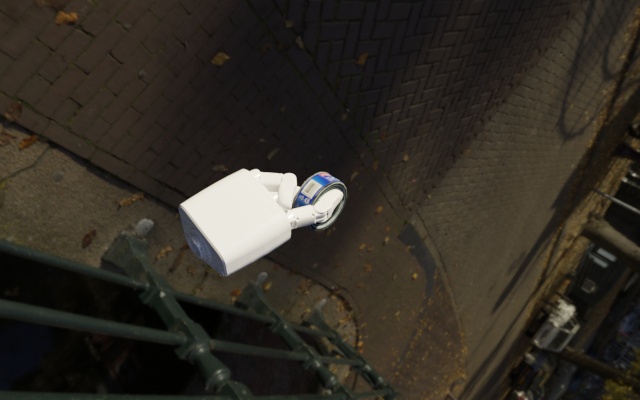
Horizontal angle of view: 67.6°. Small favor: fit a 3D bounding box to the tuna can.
[{"bbox_3d":[0.001,0.003,0.718,0.033,0.086,0.086,33,19,32],"label":"tuna can"}]
